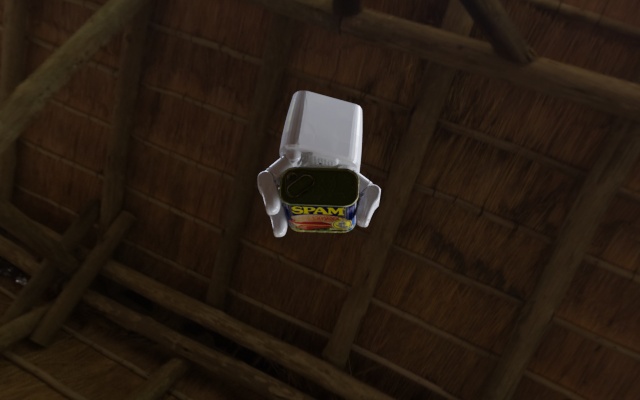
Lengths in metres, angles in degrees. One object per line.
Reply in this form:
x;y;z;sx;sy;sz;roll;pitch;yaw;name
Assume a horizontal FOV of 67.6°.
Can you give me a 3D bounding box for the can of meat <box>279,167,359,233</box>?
0.000;0.002;0.644;0.102;0.057;0.084;2;-30;4;can of meat
